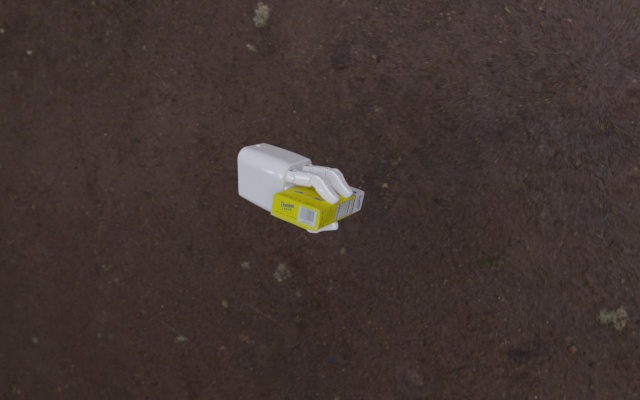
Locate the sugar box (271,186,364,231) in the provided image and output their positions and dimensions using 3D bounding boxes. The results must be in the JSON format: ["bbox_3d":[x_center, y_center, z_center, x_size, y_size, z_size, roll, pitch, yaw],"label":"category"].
[{"bbox_3d":[0.000,0.002,0.854,0.093,0.048,0.176,21,23,24],"label":"sugar box"}]
